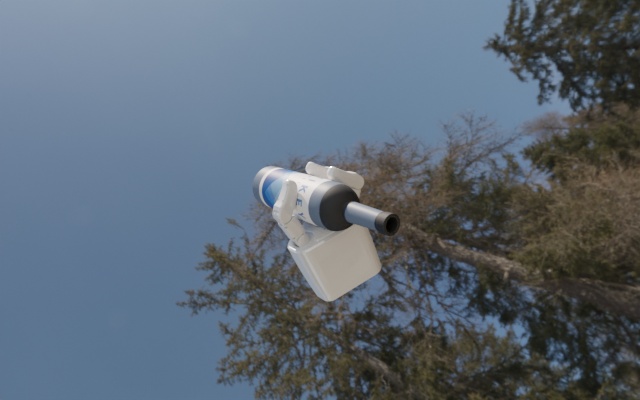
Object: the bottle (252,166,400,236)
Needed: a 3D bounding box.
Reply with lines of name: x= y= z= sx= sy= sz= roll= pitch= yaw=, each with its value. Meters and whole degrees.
bottle: x=0.000 y=0.002 z=0.677 sx=0.069 sy=0.069 sz=0.295 roll=0 pitch=10 yaw=-35
